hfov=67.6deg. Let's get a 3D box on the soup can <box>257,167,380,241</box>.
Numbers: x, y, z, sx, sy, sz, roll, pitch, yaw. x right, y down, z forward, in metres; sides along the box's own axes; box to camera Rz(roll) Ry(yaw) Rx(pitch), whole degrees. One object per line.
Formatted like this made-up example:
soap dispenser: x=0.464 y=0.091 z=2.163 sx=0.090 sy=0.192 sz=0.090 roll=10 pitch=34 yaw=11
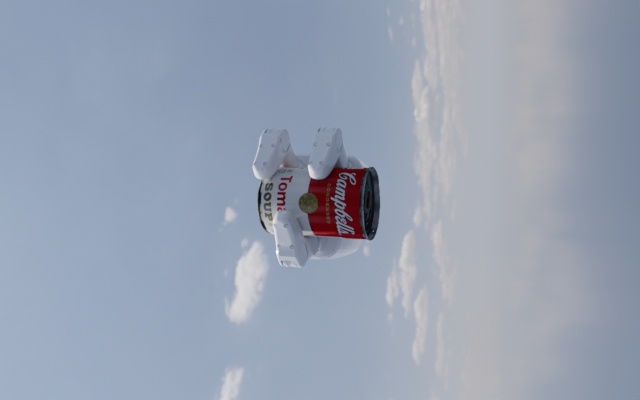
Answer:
soup can: x=0.000 y=0.002 z=0.454 sx=0.102 sy=0.068 sz=0.068 roll=2 pitch=0 yaw=19
